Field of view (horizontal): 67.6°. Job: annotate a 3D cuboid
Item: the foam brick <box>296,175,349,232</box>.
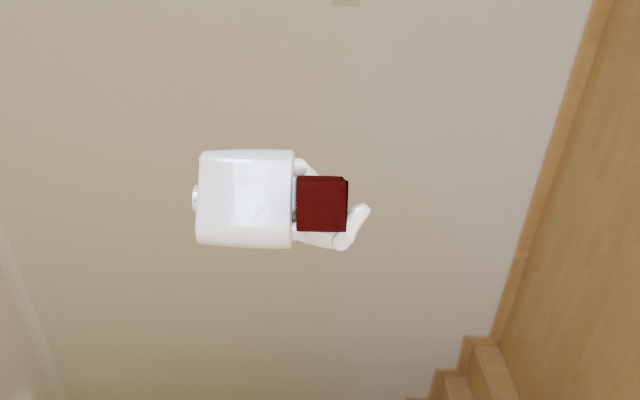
[{"bbox_3d":[0.000,0.002,0.501,0.051,0.053,0.078,1,6,-2],"label":"foam brick"}]
